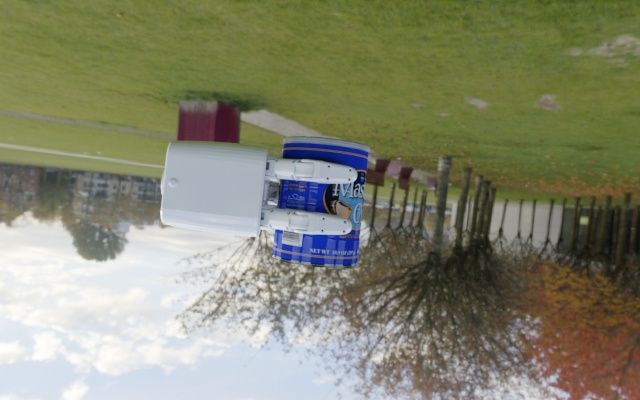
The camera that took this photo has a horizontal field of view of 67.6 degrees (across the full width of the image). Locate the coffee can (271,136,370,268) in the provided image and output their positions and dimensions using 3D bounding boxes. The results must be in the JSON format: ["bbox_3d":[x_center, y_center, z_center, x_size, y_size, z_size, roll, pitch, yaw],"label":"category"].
[{"bbox_3d":[0.000,0.002,0.563,0.103,0.140,0.103,6,0,0],"label":"coffee can"}]
